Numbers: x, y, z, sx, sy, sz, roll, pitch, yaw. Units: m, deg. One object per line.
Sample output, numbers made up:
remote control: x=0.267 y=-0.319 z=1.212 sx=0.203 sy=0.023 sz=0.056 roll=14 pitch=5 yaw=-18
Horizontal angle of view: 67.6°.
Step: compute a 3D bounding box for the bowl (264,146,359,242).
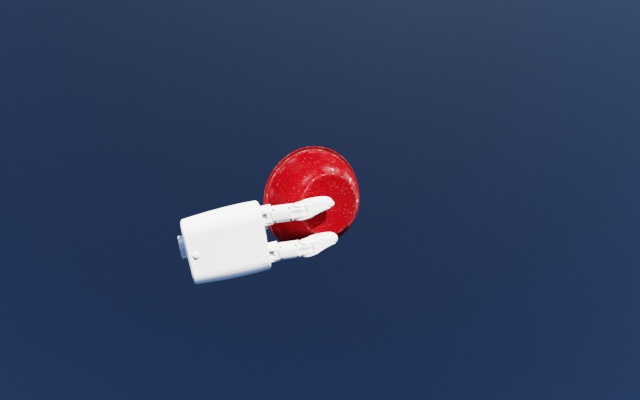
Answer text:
bowl: x=0.001 y=0.002 z=0.708 sx=0.162 sy=0.162 sz=0.055 roll=0 pitch=10 yaw=-28
